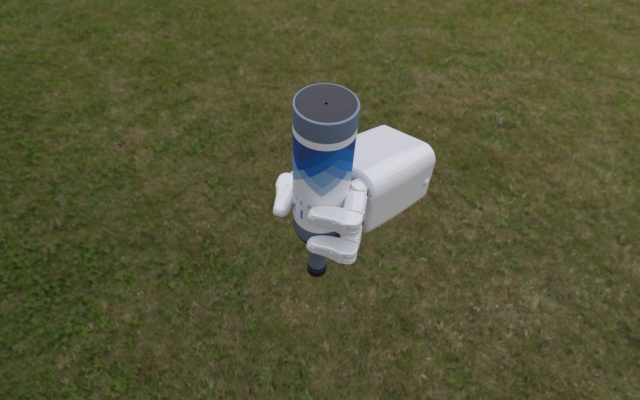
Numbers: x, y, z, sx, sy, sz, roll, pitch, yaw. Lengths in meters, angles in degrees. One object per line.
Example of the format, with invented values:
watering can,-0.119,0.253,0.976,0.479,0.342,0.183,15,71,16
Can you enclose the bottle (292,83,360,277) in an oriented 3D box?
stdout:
bottle,0.000,0.002,0.575,0.069,0.069,0.296,0,-41,-3
